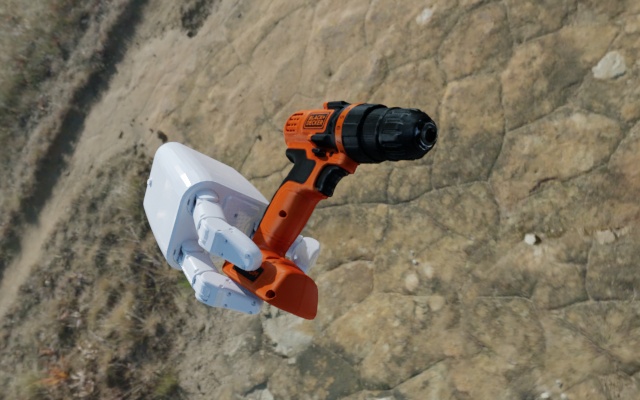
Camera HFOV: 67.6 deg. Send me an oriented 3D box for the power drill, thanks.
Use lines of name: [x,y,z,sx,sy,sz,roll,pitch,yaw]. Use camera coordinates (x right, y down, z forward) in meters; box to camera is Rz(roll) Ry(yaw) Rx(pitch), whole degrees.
power drill: [0.000,0.002,0.412,0.057,0.187,0.184,33,-11,-32]
